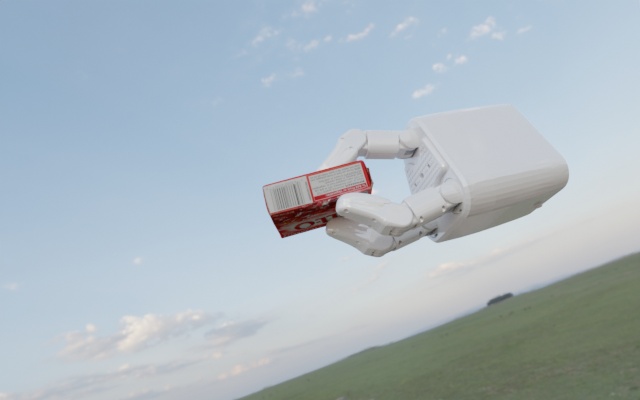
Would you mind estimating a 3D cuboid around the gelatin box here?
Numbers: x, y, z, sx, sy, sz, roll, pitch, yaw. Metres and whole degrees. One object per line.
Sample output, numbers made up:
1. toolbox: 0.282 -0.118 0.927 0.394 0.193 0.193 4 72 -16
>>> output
1. gelatin box: 0.000 0.001 0.419 0.089 0.030 0.073 -15 -19 -2
